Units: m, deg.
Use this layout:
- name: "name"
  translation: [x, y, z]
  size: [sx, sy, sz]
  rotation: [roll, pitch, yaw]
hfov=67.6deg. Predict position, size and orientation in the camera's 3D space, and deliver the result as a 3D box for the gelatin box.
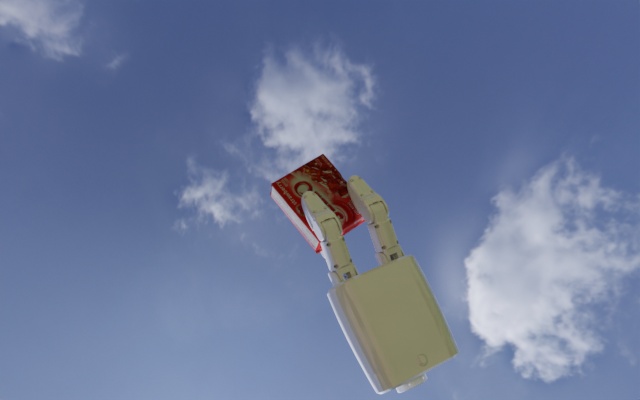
- name: "gelatin box"
  translation: [0.000, 0.002, 0.521]
  size: [0.073, 0.089, 0.030]
  rotation: [-32, -19, -24]
